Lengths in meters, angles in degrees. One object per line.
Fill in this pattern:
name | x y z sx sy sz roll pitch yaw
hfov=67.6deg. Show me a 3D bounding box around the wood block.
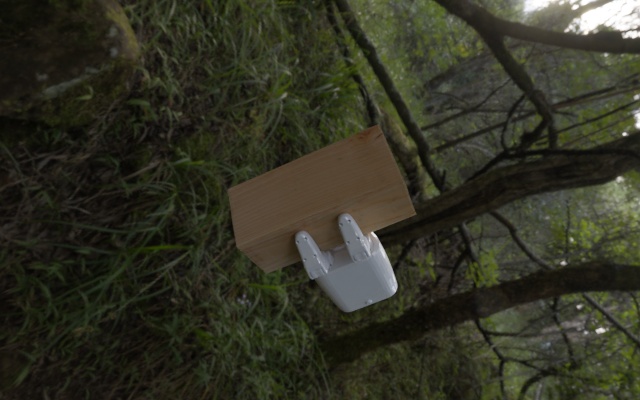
wood block | 0.000 0.002 0.596 0.206 0.090 0.090 -23 -36 8
